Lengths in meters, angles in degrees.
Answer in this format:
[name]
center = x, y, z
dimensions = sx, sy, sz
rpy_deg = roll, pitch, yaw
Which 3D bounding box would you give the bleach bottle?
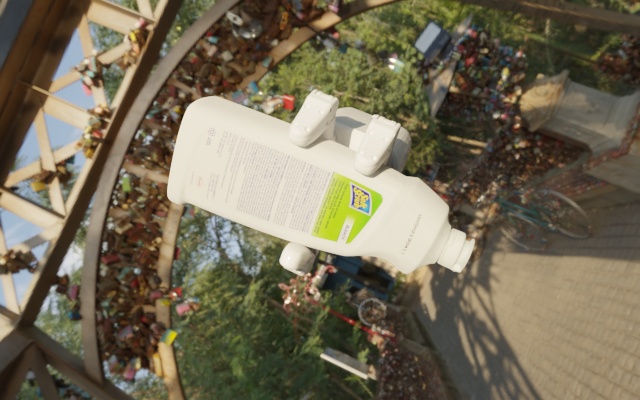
[bleach bottle]
center = 0.000, 0.001, 0.401
dimensions = 0.251, 0.103, 0.068
rpy_deg = 24, 24, 10
